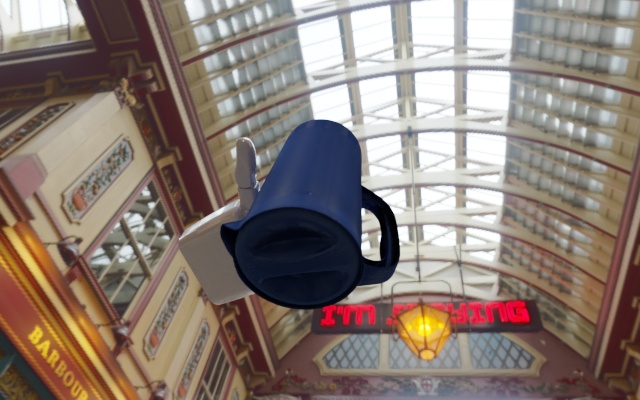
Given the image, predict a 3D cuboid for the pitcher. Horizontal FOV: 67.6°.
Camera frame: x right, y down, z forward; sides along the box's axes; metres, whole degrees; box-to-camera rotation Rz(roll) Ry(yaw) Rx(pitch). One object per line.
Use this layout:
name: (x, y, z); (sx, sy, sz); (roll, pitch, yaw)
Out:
pitcher: (0.000, 0.002, 0.567); (0.145, 0.149, 0.242); (-26, 26, 23)
